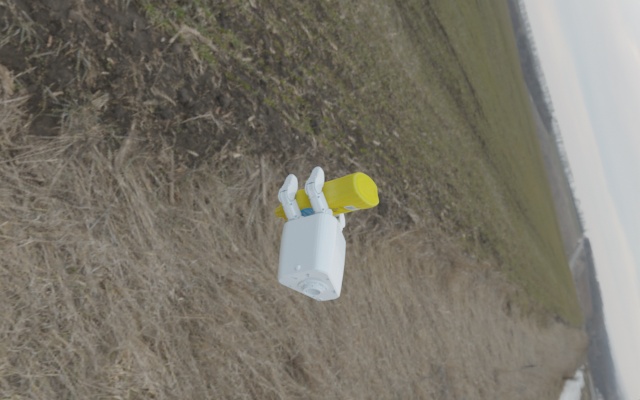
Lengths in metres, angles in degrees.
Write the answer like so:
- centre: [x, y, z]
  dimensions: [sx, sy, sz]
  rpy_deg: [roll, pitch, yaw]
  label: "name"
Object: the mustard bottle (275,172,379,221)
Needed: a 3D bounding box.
- centre: [0.000, 0.002, 0.854]
  dimensions: [0.191, 0.058, 0.096]
  rpy_deg: [-15, -17, 28]
  label: "mustard bottle"
